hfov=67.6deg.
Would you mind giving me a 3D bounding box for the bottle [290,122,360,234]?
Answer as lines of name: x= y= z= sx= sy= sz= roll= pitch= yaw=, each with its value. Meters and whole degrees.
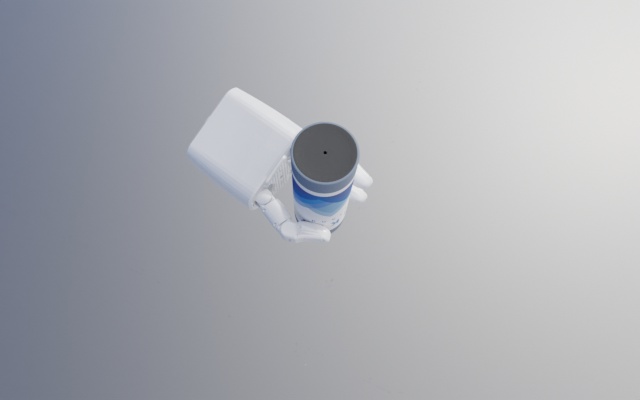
bottle: x=0.000 y=0.002 z=0.593 sx=0.069 sy=0.069 sz=0.296 roll=0 pitch=-19 yaw=-2
